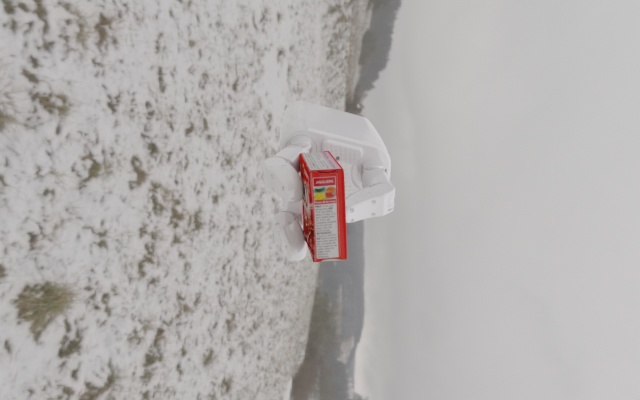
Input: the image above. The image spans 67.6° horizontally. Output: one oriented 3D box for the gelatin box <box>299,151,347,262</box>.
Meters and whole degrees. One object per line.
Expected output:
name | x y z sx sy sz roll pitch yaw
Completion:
gelatin box | 0.001 0.001 0.400 0.030 0.073 0.089 -4 16 -7
